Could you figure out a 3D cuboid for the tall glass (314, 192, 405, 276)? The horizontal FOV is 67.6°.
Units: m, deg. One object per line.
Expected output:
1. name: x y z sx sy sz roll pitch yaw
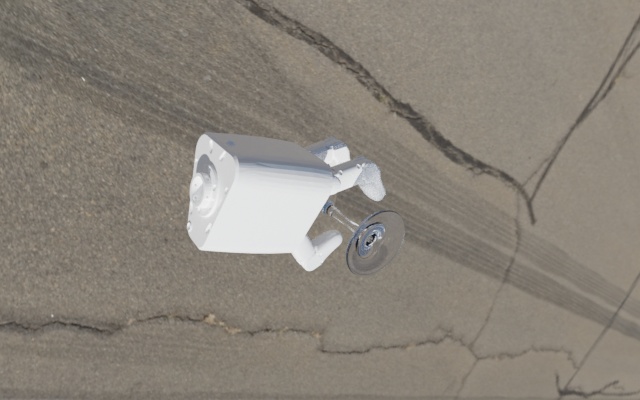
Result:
1. tall glass: 0.001 0.002 0.542 0.079 0.079 0.201 0 25 -38
